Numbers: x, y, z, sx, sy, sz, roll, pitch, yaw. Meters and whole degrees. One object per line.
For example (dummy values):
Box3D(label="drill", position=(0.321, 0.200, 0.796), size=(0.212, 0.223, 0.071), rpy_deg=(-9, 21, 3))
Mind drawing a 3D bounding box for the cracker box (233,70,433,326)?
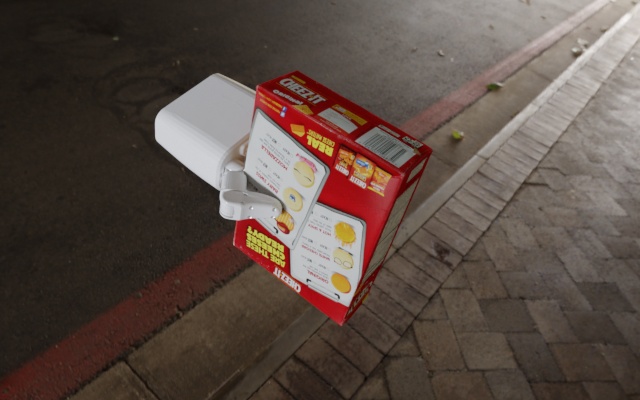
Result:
Box3D(label="cracker box", position=(0.000, 0.002, 0.493), size=(0.164, 0.214, 0.072), rpy_deg=(34, 43, 20))
